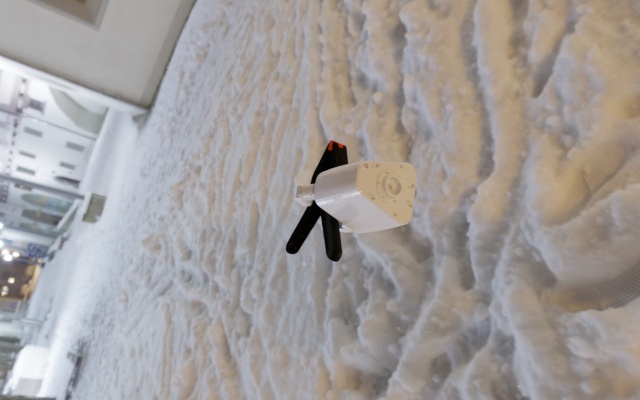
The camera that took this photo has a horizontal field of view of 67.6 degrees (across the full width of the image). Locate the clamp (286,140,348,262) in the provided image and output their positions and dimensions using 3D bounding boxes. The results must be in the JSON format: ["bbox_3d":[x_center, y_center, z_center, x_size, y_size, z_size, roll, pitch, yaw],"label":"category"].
[{"bbox_3d":[0.000,0.002,0.811,0.036,0.210,0.164,19,-17,-29],"label":"clamp"}]
